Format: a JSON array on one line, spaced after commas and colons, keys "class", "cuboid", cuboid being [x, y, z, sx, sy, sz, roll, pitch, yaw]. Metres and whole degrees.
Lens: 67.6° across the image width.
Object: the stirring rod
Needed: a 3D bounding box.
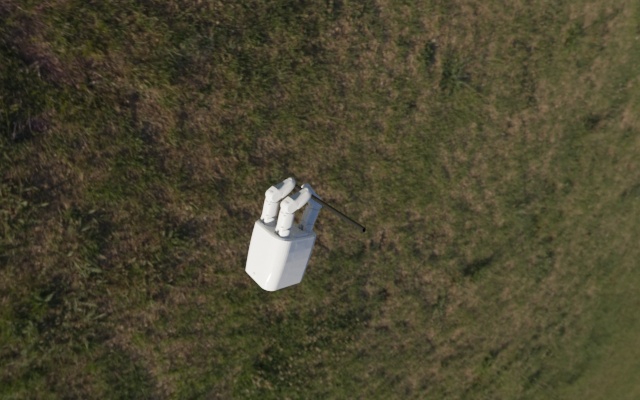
[{"class": "stirring rod", "cuboid": [0.000, 0.003, 0.835, 0.011, 0.011, 0.239, 0, 21, -38]}]
